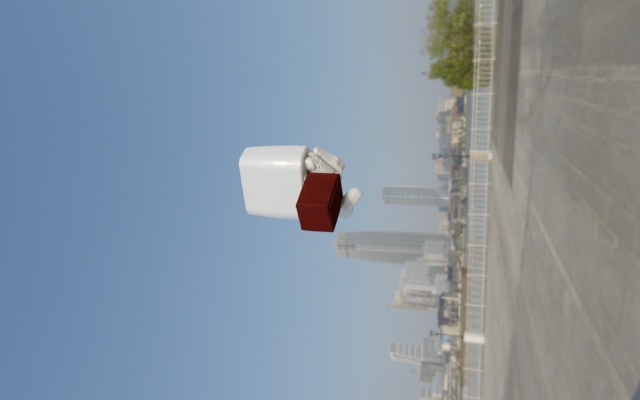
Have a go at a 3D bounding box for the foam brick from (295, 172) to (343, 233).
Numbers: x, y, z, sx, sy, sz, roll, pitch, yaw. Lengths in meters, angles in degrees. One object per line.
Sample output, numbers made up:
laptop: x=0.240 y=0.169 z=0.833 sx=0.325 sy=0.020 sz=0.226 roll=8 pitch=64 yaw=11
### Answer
foam brick: x=0.000 y=0.002 z=0.712 sx=0.051 sy=0.053 sz=0.078 roll=3 pitch=43 yaw=15
